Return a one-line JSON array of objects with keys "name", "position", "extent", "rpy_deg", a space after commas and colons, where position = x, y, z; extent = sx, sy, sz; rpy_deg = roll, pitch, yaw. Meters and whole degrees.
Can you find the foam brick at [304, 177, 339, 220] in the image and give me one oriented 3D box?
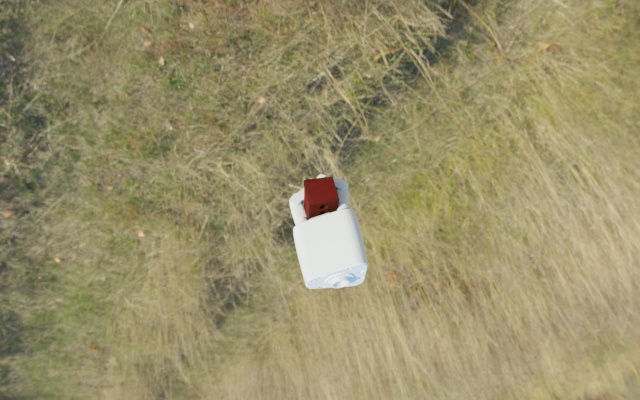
[{"name": "foam brick", "position": [0.000, 0.003, 0.835], "extent": [0.053, 0.051, 0.078], "rpy_deg": [-9, -32, -7]}]
